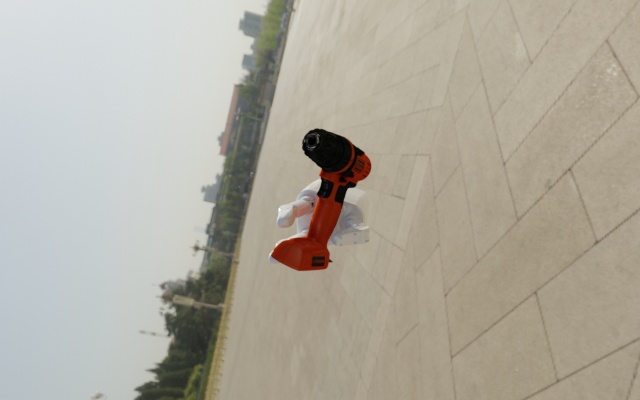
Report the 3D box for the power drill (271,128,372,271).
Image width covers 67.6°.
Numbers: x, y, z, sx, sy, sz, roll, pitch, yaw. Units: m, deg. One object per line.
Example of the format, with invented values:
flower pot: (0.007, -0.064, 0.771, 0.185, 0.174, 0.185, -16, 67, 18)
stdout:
power drill: (0.000, 0.003, 0.654, 0.057, 0.187, 0.184, 25, 4, 25)
